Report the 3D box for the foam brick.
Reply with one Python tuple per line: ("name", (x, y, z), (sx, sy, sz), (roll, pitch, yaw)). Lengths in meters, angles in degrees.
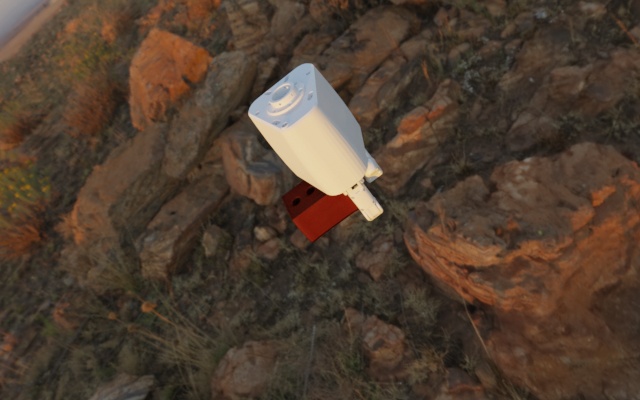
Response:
("foam brick", (0.000, 0.002, 0.592), (0.051, 0.078, 0.053), (47, 8, -40))
